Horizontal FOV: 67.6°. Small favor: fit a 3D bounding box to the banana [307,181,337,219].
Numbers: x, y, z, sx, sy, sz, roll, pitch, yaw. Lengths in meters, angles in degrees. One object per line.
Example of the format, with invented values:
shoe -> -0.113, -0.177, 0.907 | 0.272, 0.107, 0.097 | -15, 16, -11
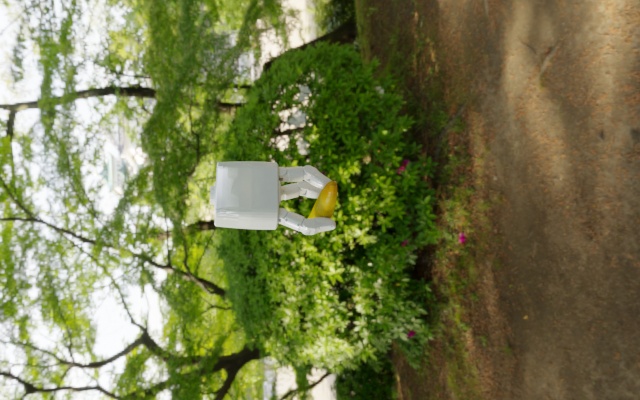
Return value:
banana -> -0.002, 0.022, 0.878 | 0.037, 0.069, 0.198 | 6, -14, -8
